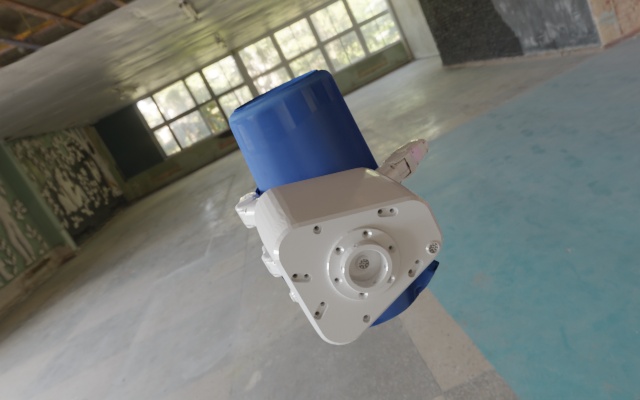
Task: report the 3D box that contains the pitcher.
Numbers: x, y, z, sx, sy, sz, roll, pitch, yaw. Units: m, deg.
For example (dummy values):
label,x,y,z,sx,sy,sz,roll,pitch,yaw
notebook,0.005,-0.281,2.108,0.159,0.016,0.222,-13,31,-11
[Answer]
label,x,y,z,sx,sy,sz,roll,pitch,yaw
pitcher,0.000,0.002,0.491,0.149,0.243,0.145,-28,17,-6
